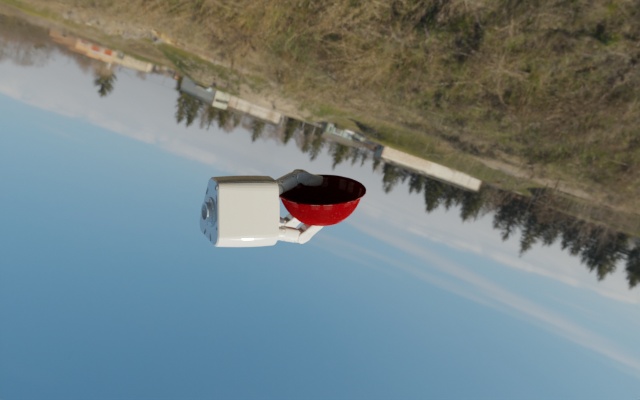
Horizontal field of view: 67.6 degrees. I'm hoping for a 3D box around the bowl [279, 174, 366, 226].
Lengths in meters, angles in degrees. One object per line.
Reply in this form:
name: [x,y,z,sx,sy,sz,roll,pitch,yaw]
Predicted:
bowl: [0.001,0.003,0.853,0.162,0.055,0.162,0,21,0]
